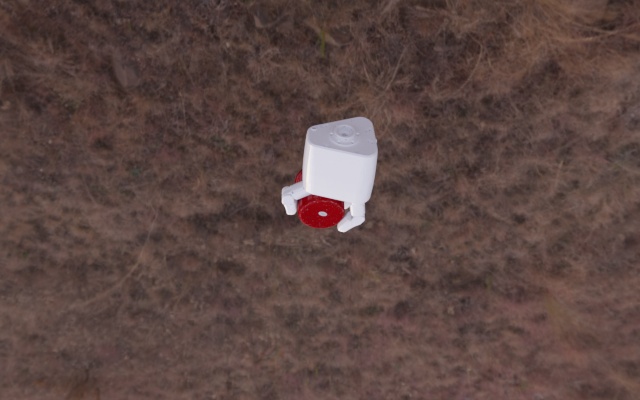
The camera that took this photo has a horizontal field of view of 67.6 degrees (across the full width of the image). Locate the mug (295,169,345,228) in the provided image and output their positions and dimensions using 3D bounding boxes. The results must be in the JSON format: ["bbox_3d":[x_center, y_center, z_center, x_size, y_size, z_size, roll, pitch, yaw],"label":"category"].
[{"bbox_3d":[0.000,0.004,0.857,0.093,0.081,0.117,0,-40,-3],"label":"mug"}]
